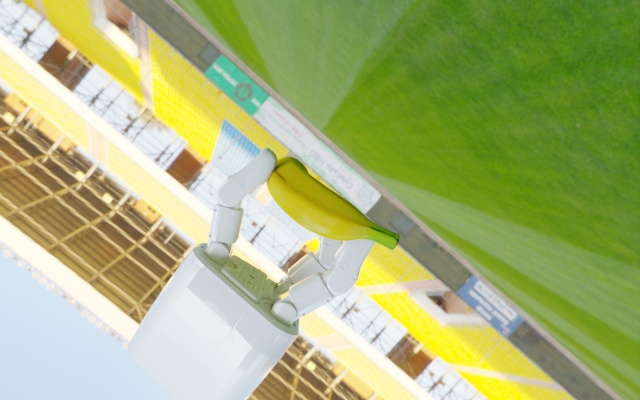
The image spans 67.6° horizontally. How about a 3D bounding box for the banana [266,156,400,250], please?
[{"bbox_3d":[-0.013,-0.006,0.404,0.070,0.037,0.197,30,6,-30],"label":"banana"}]
